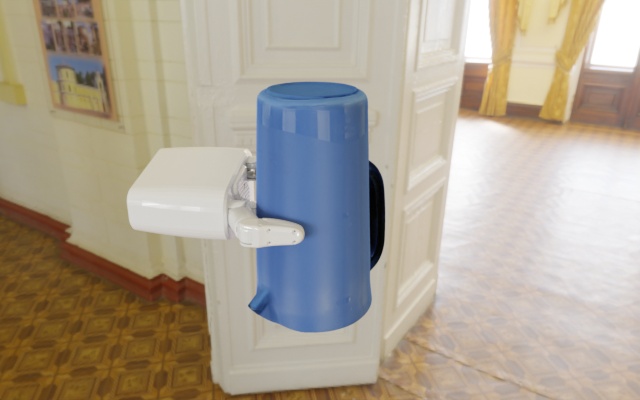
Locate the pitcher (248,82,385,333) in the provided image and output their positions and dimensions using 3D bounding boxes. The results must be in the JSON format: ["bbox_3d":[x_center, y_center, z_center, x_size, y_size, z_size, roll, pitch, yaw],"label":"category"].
[{"bbox_3d":[0.000,0.002,0.511,0.145,0.243,0.149,3,23,6],"label":"pitcher"}]
